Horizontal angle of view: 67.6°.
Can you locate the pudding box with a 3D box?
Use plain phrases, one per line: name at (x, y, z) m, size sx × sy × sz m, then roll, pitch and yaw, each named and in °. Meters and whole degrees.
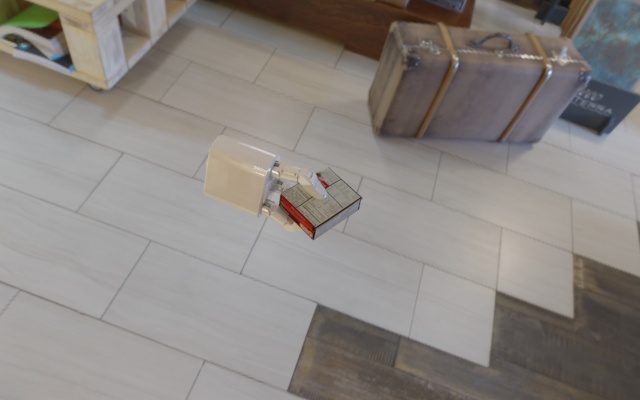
pudding box at (0.000, 0.002, 0.803) m, size 0.113 × 0.090 × 0.039 m, roll -33°, pitch -25°, yaw -29°
